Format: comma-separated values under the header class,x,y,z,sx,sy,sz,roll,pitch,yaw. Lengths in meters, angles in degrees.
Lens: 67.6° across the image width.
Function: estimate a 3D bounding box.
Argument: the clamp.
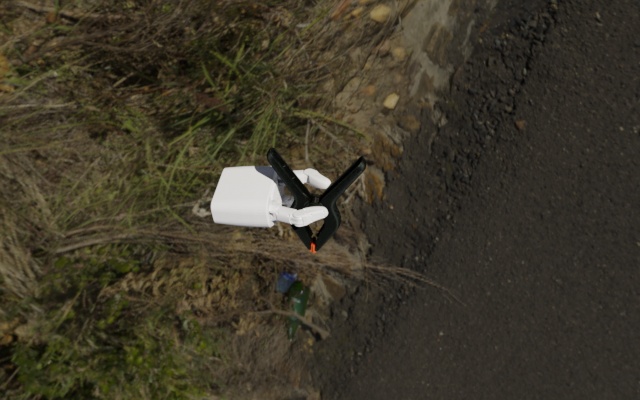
class,x,y,z,sx,sy,sz,roll,pitch,yaw
clamp,0.000,0.004,0.829,0.164,0.210,0.036,1,34,11
